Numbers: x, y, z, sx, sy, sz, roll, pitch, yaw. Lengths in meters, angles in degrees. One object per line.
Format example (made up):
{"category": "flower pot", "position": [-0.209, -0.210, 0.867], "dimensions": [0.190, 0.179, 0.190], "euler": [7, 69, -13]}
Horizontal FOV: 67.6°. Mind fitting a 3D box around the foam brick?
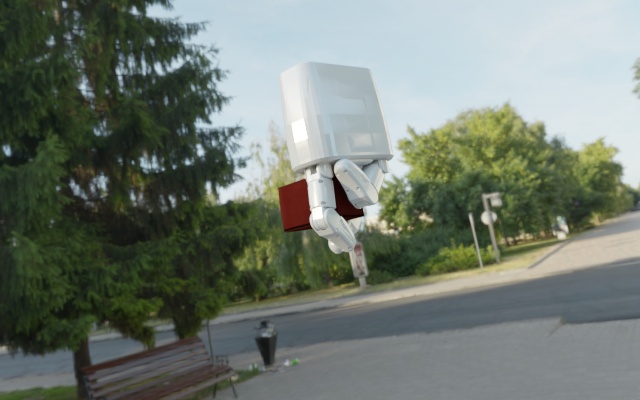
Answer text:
{"category": "foam brick", "position": [0.000, 0.002, 0.529], "dimensions": [0.078, 0.051, 0.053], "euler": [-16, -8, 36]}
